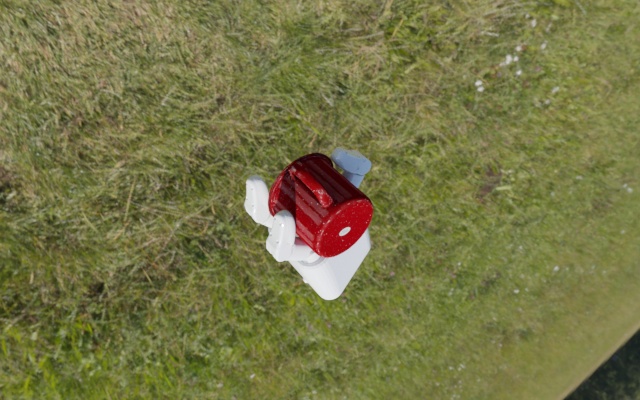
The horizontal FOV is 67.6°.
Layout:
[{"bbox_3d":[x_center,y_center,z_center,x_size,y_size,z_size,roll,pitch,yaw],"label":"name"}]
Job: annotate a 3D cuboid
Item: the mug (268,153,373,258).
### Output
[{"bbox_3d":[0.000,0.001,0.511,0.081,0.093,0.117,43,-13,33],"label":"mug"}]
